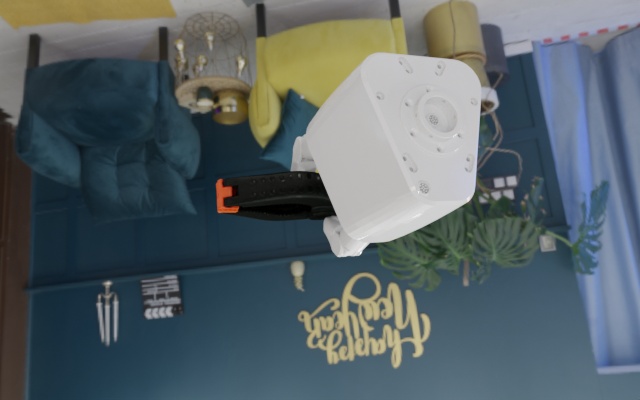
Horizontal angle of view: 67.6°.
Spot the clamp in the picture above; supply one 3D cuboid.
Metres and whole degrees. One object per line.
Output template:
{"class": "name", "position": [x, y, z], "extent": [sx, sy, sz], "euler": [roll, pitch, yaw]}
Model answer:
{"class": "clamp", "position": [0.000, 0.002, 0.477], "extent": [0.210, 0.036, 0.164], "euler": [-1, -17, -20]}
